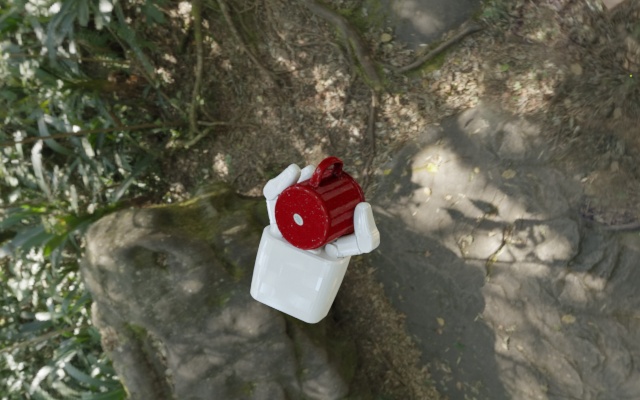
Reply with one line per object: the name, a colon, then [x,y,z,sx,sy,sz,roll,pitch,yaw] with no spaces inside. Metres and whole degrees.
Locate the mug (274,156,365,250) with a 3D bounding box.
mug: [0.000,0.001,0.588,0.093,0.117,0.081,29,28,24]
